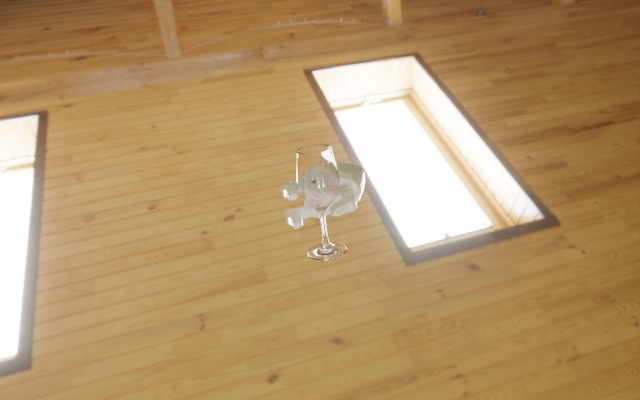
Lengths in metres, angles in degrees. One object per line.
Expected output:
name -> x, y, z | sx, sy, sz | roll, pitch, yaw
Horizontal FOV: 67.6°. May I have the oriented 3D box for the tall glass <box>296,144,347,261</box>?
tall glass -> 0.000, 0.004, 0.866 | 0.079, 0.201, 0.079 | -7, 20, 2
